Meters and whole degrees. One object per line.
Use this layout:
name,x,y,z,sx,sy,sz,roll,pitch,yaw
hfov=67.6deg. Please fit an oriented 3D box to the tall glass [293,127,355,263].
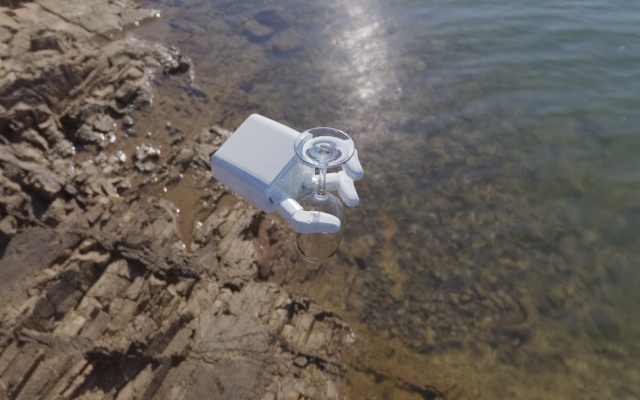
tall glass,0.000,0.002,0.651,0.079,0.079,0.201,0,-43,-3
